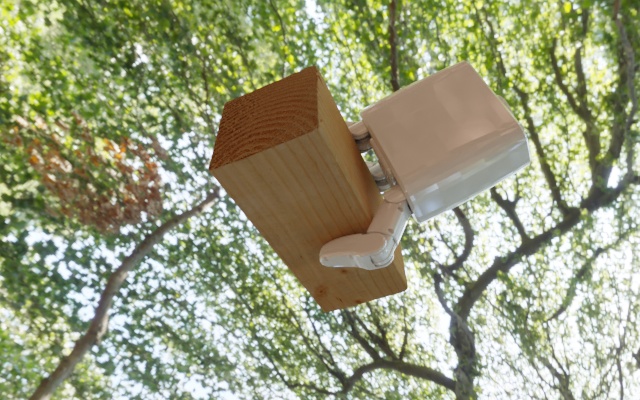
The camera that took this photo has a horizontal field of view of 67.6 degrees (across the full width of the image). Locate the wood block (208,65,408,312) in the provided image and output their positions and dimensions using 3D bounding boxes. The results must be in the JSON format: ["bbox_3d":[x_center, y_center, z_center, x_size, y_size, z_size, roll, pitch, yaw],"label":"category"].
[{"bbox_3d":[0.000,0.002,0.426,0.090,0.090,0.206,-19,-49,16],"label":"wood block"}]
